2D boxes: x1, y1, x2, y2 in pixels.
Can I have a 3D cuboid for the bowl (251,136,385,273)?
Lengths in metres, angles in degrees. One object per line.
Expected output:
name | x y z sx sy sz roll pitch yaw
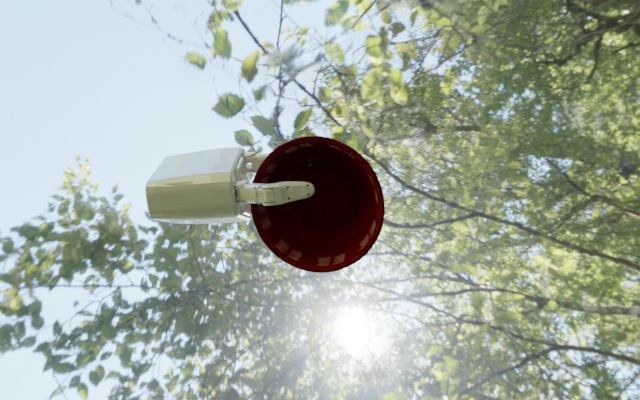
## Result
bowl | 0.001 0.002 0.576 0.162 0.162 0.055 0 11 15
